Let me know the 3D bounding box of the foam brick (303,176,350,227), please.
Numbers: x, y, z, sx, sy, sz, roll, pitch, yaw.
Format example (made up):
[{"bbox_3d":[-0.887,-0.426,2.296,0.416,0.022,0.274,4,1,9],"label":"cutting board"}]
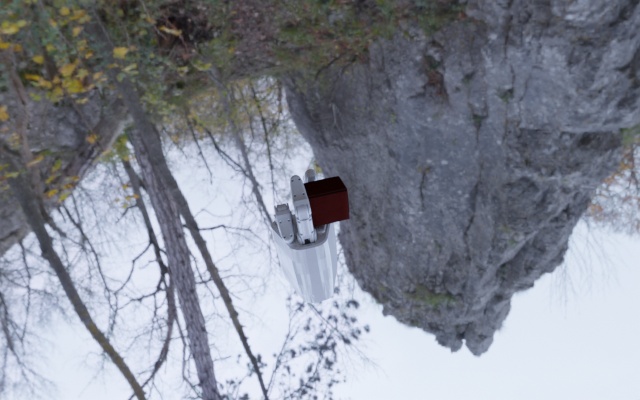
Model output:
[{"bbox_3d":[0.000,0.002,0.717,0.078,0.051,0.053,-12,27,-5],"label":"foam brick"}]
